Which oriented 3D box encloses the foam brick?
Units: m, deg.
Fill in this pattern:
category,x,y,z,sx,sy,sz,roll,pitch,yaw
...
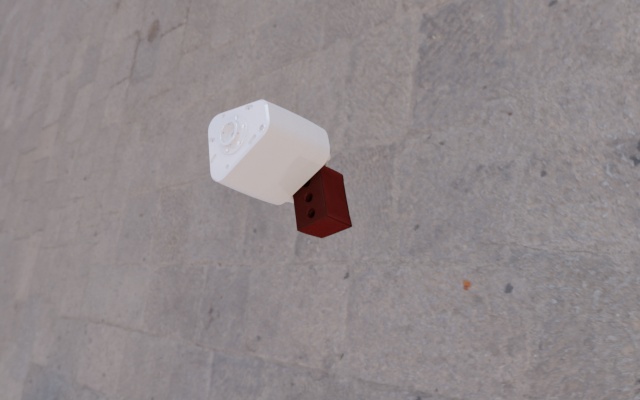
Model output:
category,x,y,z,sx,sy,sz,roll,pitch,yaw
foam brick,0.000,0.002,0.618,0.053,0.078,0.051,-26,-30,32
